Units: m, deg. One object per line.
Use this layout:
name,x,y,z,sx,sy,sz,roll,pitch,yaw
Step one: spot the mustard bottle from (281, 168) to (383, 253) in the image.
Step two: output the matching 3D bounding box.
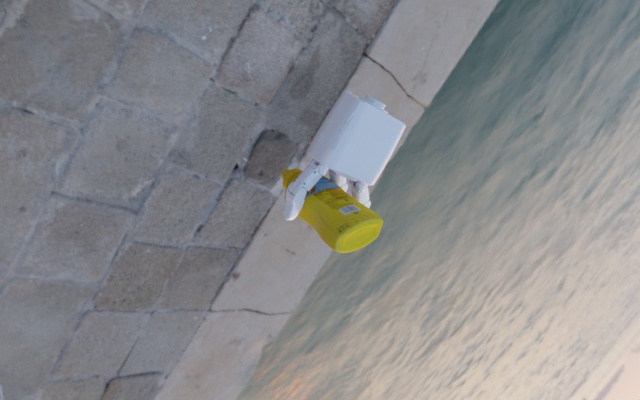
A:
mustard bottle,0.000,0.003,0.747,0.096,0.058,0.191,-17,43,-38
